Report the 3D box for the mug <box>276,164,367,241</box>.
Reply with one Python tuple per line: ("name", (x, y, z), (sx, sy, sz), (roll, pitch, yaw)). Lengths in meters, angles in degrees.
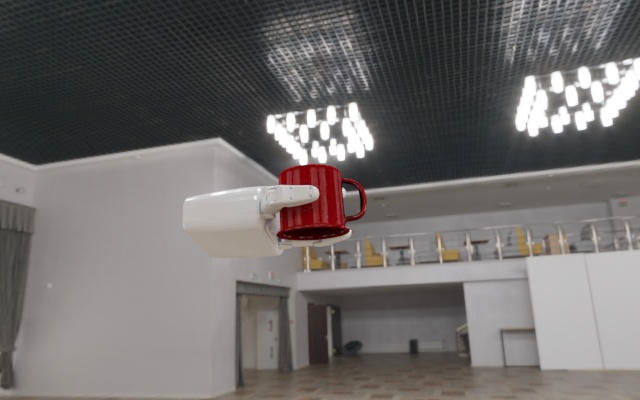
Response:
("mug", (0.001, 0.002, 0.607), (0.117, 0.081, 0.093), (-6, -14, 9))
